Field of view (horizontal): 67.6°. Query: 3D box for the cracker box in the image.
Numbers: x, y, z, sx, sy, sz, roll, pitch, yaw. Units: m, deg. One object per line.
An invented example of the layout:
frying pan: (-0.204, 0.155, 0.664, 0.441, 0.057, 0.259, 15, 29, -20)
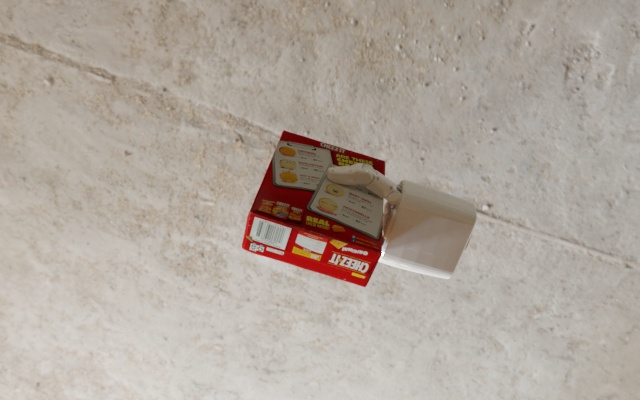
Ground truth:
cracker box: (0.000, 0.002, 0.650, 0.164, 0.072, 0.213, 17, 35, -3)
